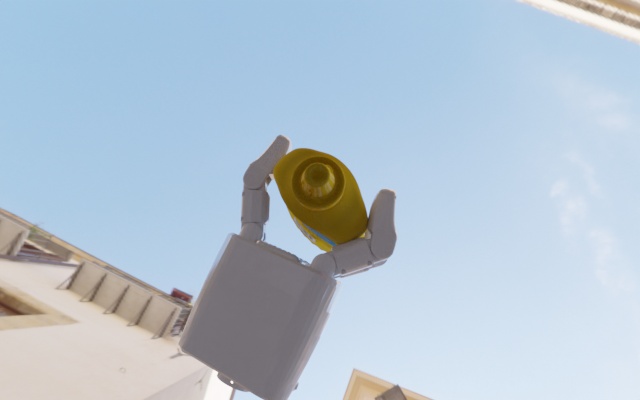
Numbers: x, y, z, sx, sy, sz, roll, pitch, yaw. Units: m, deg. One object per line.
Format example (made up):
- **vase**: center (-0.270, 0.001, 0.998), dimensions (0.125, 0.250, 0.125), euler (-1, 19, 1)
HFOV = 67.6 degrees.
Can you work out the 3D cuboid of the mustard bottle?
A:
- **mustard bottle**: center (0.000, 0.001, 0.428), dimensions (0.058, 0.096, 0.192), euler (-41, -10, -6)
